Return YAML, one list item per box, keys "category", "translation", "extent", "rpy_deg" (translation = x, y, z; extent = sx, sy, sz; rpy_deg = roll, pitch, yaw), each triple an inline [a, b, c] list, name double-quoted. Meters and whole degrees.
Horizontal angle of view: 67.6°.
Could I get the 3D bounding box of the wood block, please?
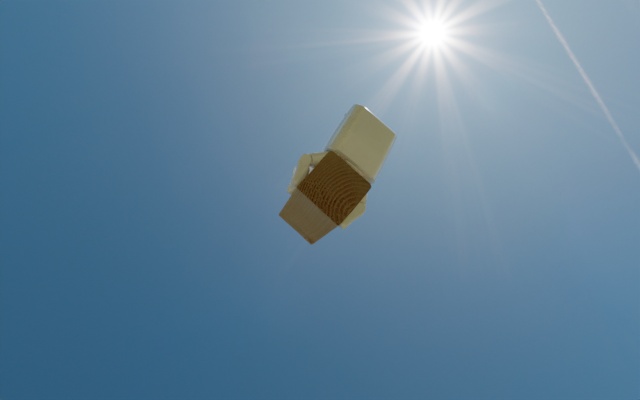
- category: "wood block"
  translation: [0.001, 0.003, 0.837]
  extent: [0.091, 0.090, 0.206]
  rpy_deg: [41, -18, 0]
